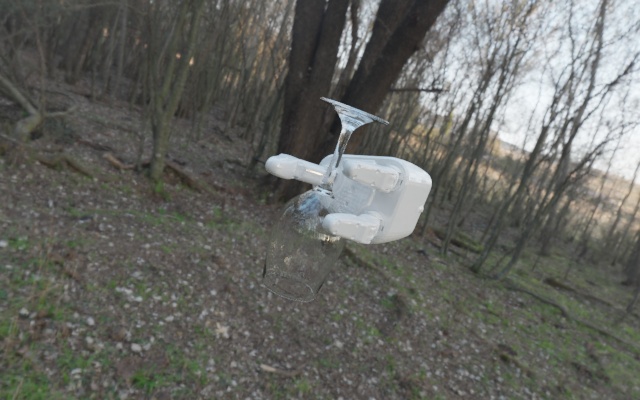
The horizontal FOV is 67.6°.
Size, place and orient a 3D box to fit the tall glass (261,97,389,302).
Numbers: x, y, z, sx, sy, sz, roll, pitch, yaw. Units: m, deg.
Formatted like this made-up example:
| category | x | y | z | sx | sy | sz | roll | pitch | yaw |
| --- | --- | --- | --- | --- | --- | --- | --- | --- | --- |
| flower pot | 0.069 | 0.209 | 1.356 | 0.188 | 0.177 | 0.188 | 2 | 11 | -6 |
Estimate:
| category | x | y | z | sx | sy | sz | roll | pitch | yaw |
| --- | --- | --- | --- | --- | --- | --- | --- | --- | --- |
| tall glass | 0.000 | 0.001 | 0.495 | 0.079 | 0.201 | 0.079 | 20 | 9 | -3 |
